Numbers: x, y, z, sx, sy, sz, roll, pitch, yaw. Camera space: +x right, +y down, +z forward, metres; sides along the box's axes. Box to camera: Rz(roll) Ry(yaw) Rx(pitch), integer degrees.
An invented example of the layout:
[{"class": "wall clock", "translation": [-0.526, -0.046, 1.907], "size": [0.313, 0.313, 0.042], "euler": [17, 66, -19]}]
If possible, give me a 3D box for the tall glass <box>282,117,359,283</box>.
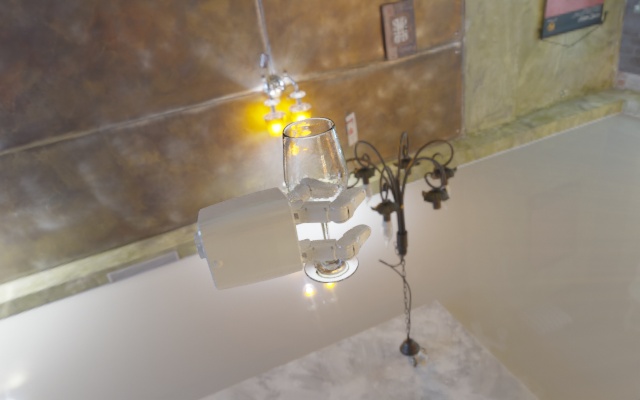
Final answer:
[{"class": "tall glass", "translation": [0.000, 0.002, 0.594], "size": [0.079, 0.201, 0.079], "euler": [-7, 29, 4]}]
